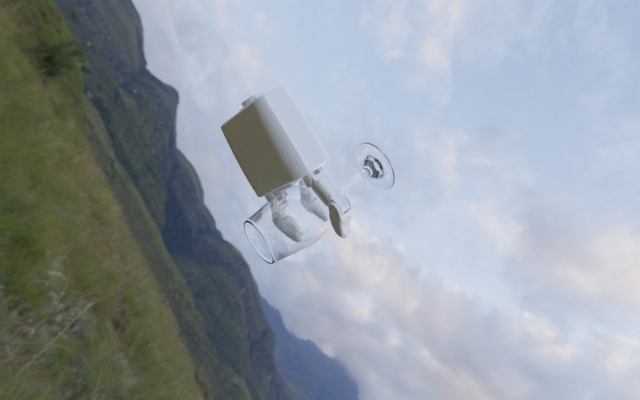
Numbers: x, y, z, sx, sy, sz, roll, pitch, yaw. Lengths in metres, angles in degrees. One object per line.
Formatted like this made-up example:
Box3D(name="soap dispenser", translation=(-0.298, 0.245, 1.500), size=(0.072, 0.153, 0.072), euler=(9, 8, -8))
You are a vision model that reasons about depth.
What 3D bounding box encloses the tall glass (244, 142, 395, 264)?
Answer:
Box3D(name="tall glass", translation=(0.001, 0.002, 0.618), size=(0.201, 0.079, 0.079), euler=(-34, 16, -25))
